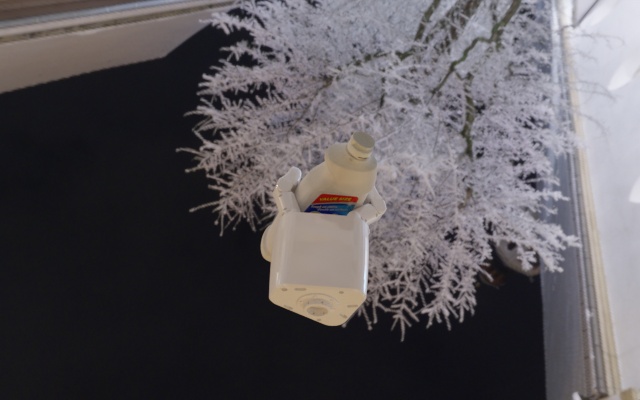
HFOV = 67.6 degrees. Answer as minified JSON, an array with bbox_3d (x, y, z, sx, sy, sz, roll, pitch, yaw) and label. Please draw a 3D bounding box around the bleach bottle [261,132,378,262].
[{"bbox_3d":[0.000,0.002,0.652,0.102,0.068,0.251,16,-43,-13],"label":"bleach bottle"}]
